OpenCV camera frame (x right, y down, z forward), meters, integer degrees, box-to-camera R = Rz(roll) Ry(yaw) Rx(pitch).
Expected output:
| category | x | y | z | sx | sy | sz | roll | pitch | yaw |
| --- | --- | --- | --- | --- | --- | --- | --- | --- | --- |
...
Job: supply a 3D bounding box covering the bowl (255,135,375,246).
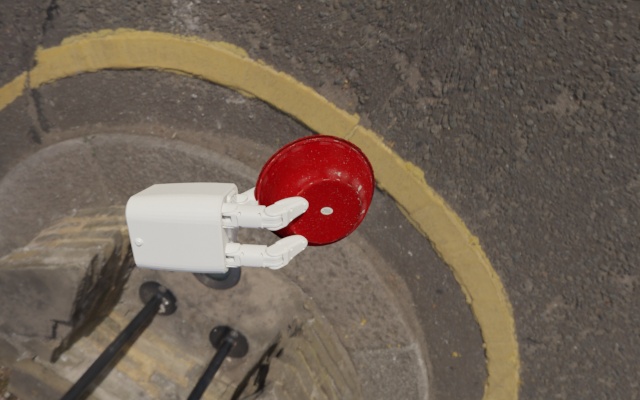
| category | x | y | z | sx | sy | sz | roll | pitch | yaw |
| --- | --- | --- | --- | --- | --- | --- | --- | --- | --- |
| bowl | 0.001 | 0.002 | 0.603 | 0.162 | 0.162 | 0.055 | 0 | 29 | -15 |
